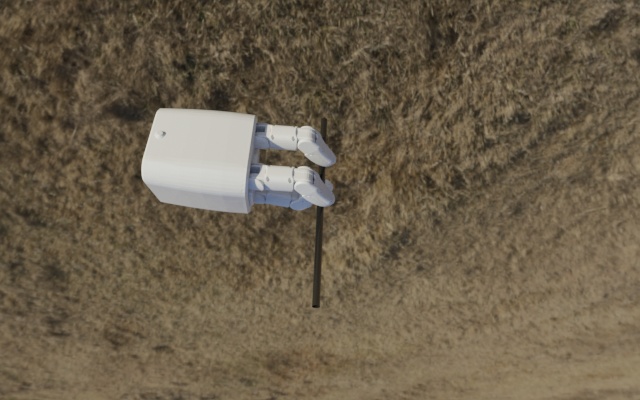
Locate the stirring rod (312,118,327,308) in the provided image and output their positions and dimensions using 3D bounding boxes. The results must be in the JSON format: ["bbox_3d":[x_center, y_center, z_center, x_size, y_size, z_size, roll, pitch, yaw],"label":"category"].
[{"bbox_3d":[0.000,0.002,0.529,0.011,0.239,0.011,2,-32,1],"label":"stirring rod"}]
